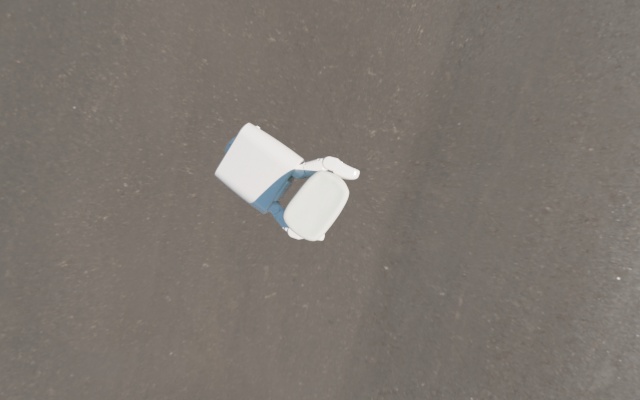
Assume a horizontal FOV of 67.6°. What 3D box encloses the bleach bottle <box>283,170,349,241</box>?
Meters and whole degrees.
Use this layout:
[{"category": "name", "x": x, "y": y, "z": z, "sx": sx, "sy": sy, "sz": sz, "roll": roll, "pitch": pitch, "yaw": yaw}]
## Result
[{"category": "bleach bottle", "x": 0.000, "y": 0.003, "z": 0.793, "sx": 0.068, "sy": 0.102, "sz": 0.251, "roll": 37, "pitch": 3, "yaw": 1}]
